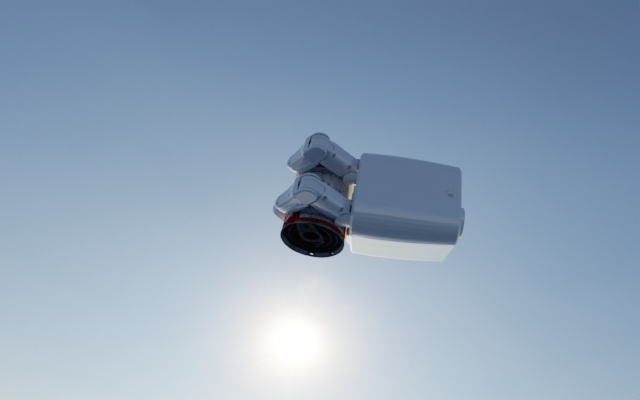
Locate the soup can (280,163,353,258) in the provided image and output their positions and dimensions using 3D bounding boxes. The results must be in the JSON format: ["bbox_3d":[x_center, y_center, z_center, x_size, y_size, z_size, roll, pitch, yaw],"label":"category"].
[{"bbox_3d":[0.000,0.001,0.524,0.068,0.102,0.069,8,-35,6],"label":"soup can"}]
